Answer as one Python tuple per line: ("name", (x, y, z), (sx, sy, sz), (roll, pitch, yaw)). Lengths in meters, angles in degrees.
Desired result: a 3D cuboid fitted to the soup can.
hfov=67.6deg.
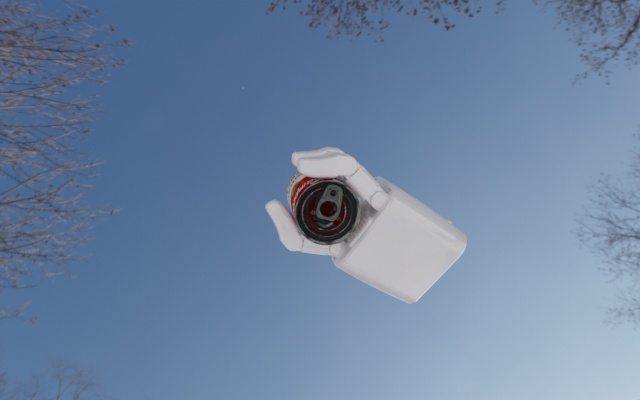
("soup can", (0.000, 0.001, 0.529), (0.068, 0.068, 0.102), (0, 13, -9))
